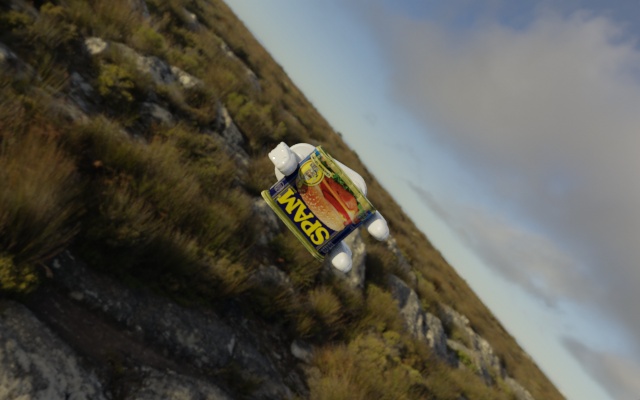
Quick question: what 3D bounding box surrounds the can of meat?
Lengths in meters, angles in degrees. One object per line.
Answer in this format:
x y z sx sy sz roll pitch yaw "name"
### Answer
0.000 0.001 0.534 0.084 0.102 0.057 -41 -1 6 "can of meat"
